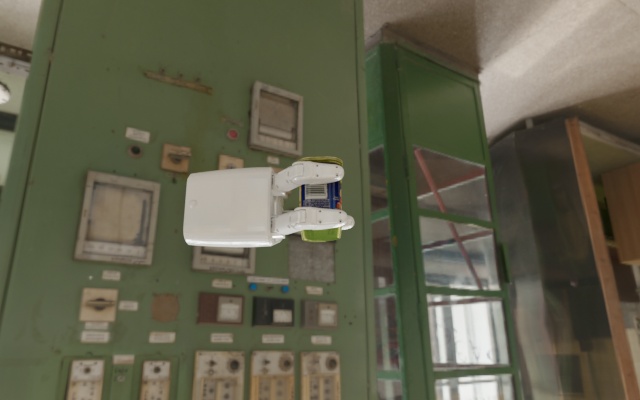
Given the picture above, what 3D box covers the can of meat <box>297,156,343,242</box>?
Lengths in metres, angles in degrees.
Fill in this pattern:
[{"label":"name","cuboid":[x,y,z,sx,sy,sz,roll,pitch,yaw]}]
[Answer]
[{"label":"can of meat","cuboid":[0.000,0.002,0.609,0.057,0.084,0.102,-1,-18,1]}]
